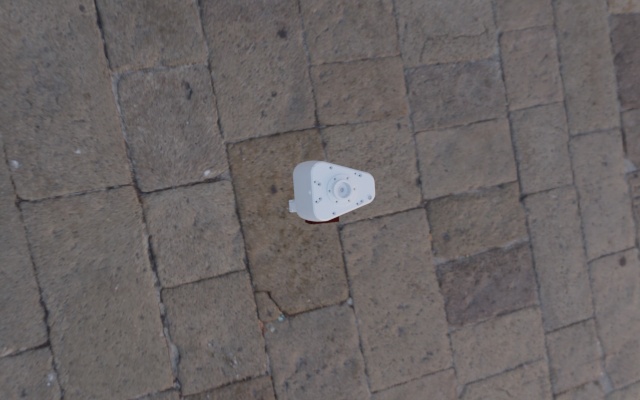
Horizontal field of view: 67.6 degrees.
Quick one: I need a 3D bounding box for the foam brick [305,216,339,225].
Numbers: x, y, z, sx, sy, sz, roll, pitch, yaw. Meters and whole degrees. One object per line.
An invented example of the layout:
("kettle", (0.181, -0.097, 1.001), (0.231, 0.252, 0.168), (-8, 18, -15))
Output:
("foam brick", (0.000, 0.003, 0.865), (0.053, 0.078, 0.051), (-5, 3, -16))
